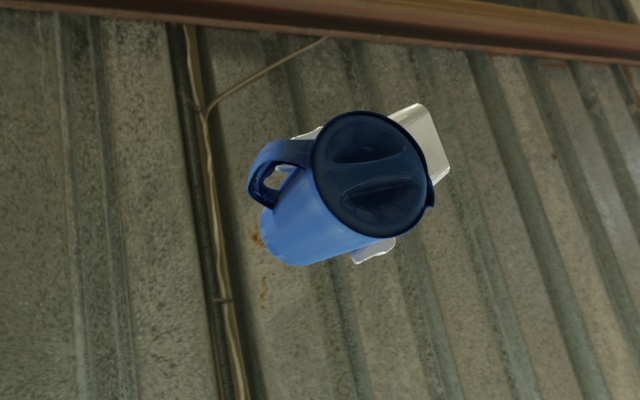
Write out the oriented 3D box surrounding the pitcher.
[{"bbox_3d":[0.000,0.002,0.563,0.145,0.149,0.243,-33,-2,-29],"label":"pitcher"}]
